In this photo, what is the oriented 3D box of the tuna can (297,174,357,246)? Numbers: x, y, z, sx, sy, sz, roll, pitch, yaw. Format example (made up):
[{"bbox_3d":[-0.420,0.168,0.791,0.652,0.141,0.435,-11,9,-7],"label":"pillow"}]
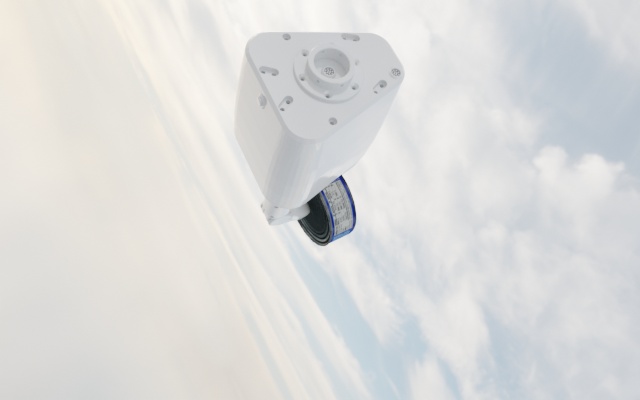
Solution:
[{"bbox_3d":[0.001,0.001,0.491,0.033,0.086,0.086,-24,10,-23],"label":"tuna can"}]
